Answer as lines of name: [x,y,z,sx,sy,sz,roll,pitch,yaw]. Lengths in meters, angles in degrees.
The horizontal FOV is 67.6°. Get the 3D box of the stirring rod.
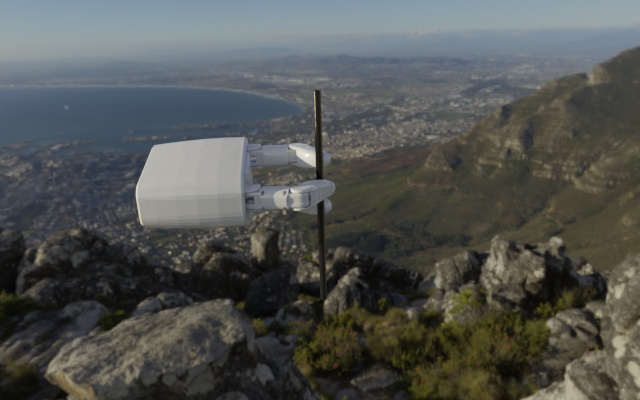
stirring rod: [0.000,0.002,0.525,0.011,0.240,0.011,-2,19,1]
